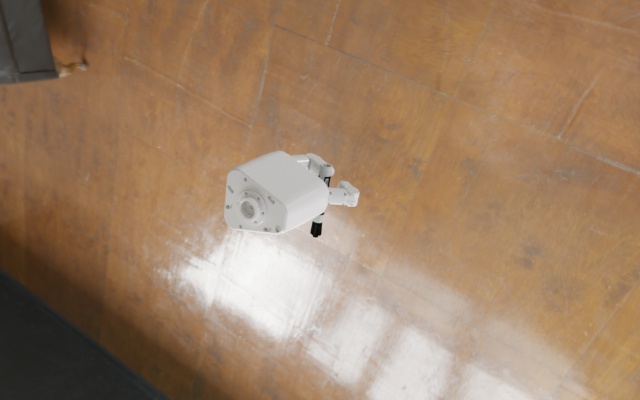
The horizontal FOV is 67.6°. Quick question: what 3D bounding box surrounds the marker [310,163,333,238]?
[{"bbox_3d":[0.000,0.002,0.730,0.020,0.121,0.020,8,24,-3],"label":"marker"}]
